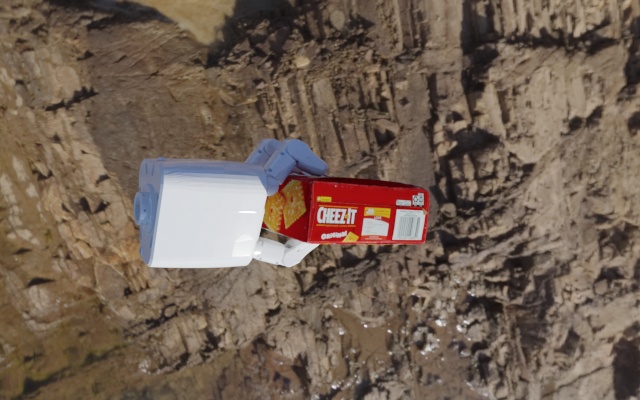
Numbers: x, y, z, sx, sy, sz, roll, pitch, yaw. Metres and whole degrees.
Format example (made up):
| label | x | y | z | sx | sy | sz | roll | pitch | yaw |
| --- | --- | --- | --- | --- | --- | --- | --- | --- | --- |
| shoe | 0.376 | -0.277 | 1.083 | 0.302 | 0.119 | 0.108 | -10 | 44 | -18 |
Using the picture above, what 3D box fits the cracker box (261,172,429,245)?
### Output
| label | x | y | z | sx | sy | sz | roll | pitch | yaw |
| --- | --- | --- | --- | --- | --- | --- | --- | --- | --- |
| cracker box | 0.000 | 0.002 | 0.589 | 0.164 | 0.072 | 0.213 | 3 | 5 | -33 |
